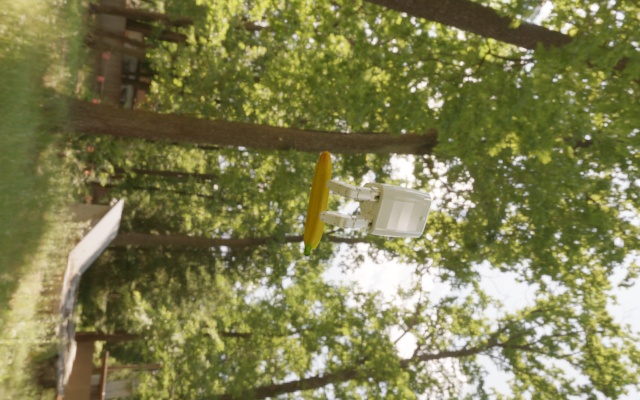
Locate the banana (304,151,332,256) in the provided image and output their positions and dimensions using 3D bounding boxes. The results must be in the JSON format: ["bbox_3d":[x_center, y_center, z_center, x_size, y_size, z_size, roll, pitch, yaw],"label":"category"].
[{"bbox_3d":[-0.003,0.008,0.908,0.037,0.198,0.069,10,-6,-8],"label":"banana"}]
